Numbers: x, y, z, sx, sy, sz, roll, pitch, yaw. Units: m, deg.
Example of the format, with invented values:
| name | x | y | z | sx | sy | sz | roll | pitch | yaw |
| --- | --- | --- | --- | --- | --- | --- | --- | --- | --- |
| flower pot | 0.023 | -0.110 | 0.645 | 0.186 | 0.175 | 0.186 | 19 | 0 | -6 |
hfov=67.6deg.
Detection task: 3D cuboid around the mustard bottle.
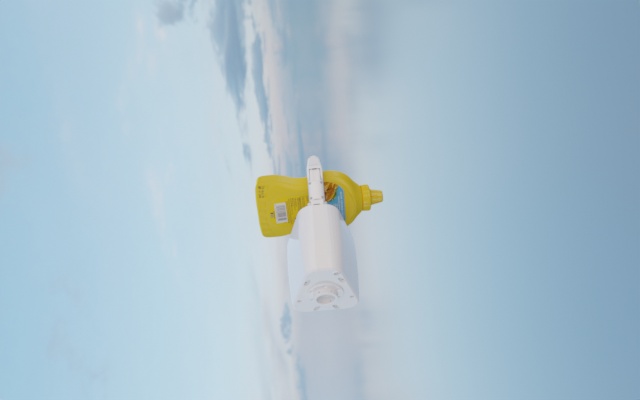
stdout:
| name | x | y | z | sx | sy | sz | roll | pitch | yaw |
| --- | --- | --- | --- | --- | --- | --- | --- | --- | --- |
| mustard bottle | 0.000 | 0.002 | 0.733 | 0.191 | 0.096 | 0.058 | -5 | 25 | -1 |
